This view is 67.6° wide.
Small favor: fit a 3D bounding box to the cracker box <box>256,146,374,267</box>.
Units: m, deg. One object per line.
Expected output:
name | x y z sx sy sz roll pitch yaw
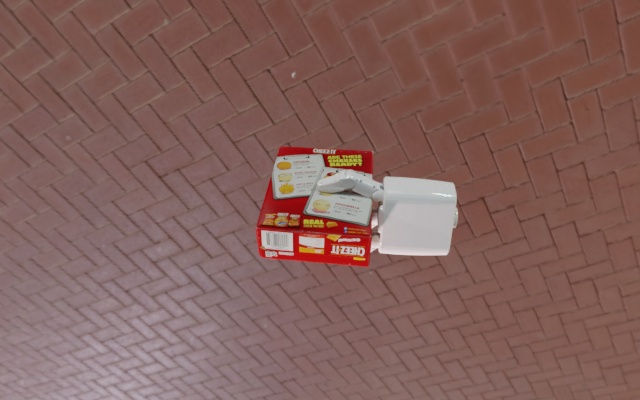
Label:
cracker box | 0.000 0.002 0.754 0.164 0.072 0.213 4 39 4
